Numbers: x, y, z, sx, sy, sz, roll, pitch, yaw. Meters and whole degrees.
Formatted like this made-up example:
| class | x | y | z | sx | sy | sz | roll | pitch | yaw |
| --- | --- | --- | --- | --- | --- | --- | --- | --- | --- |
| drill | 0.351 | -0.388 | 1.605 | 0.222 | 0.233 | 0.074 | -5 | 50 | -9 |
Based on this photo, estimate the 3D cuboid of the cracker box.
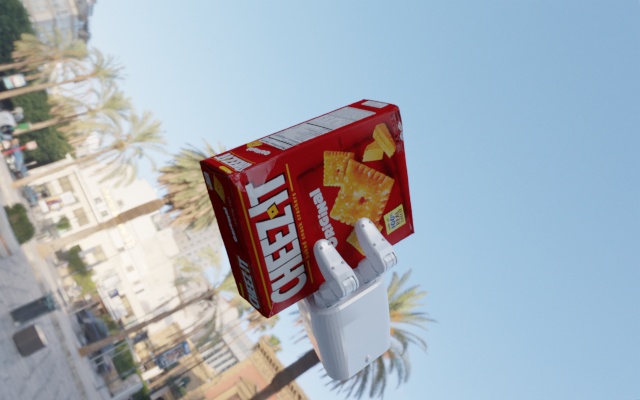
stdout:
| class | x | y | z | sx | sy | sz | roll | pitch | yaw |
| --- | --- | --- | --- | --- | --- | --- | --- | --- | --- |
| cracker box | 0.000 | 0.002 | 0.515 | 0.213 | 0.164 | 0.072 | -26 | 29 | -29 |
